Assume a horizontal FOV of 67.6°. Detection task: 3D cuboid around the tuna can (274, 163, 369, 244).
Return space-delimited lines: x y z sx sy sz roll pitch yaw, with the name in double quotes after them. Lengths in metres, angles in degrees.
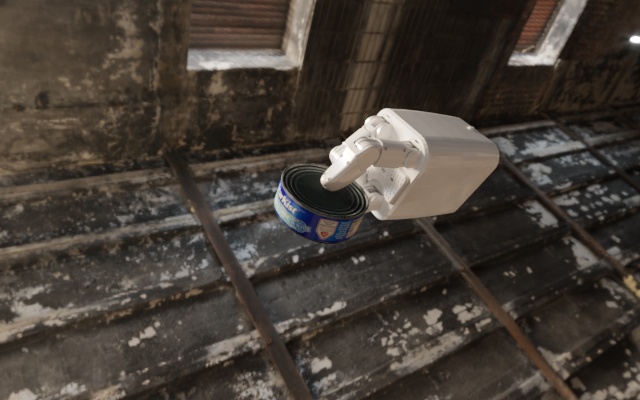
0.000 0.002 0.452 0.086 0.034 0.086 16 32 -10 "tuna can"
